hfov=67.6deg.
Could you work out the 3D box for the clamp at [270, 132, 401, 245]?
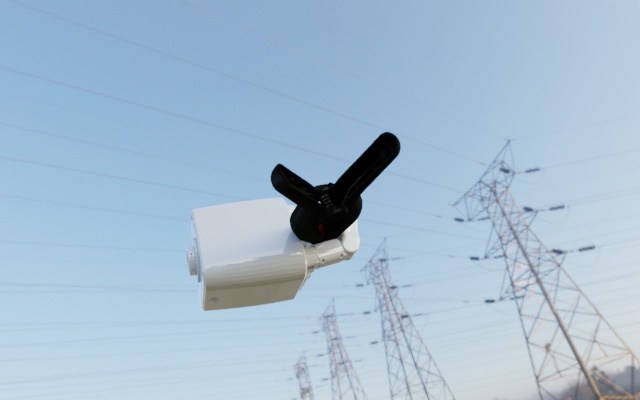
[{"bbox_3d":[0.000,0.001,0.467,0.120,0.039,0.172,-8,-32,-20],"label":"clamp"}]
